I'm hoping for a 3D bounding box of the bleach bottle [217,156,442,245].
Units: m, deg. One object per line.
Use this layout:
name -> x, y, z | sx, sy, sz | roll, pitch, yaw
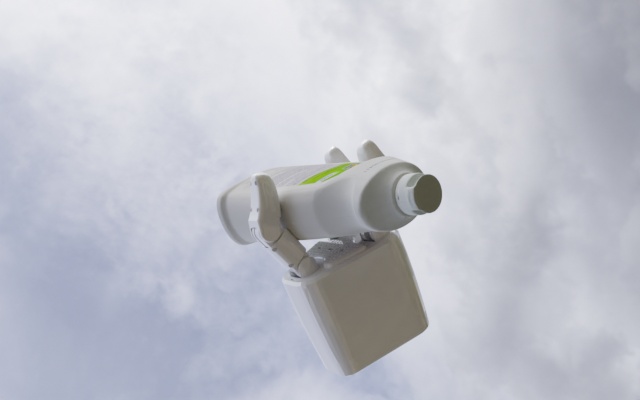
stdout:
bleach bottle -> 0.000, 0.001, 0.435 | 0.102, 0.068, 0.251 | -31, 16, -30
